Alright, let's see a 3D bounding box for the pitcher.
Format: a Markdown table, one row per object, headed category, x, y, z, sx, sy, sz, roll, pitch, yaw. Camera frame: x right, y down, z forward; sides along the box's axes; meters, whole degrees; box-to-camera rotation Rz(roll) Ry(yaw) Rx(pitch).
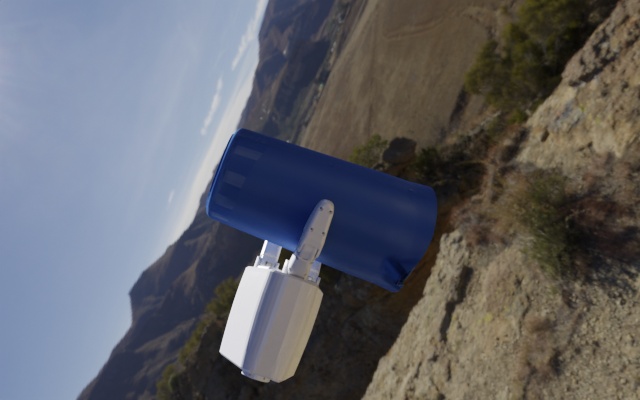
| category | x | y | z | sx | sy | sz | roll | pitch | yaw |
| --- | --- | --- | --- | --- | --- | --- | --- | --- | --- |
| pitcher | 0.000 | 0.002 | 0.562 | 0.243 | 0.145 | 0.149 | 20 | -12 | -9 |
